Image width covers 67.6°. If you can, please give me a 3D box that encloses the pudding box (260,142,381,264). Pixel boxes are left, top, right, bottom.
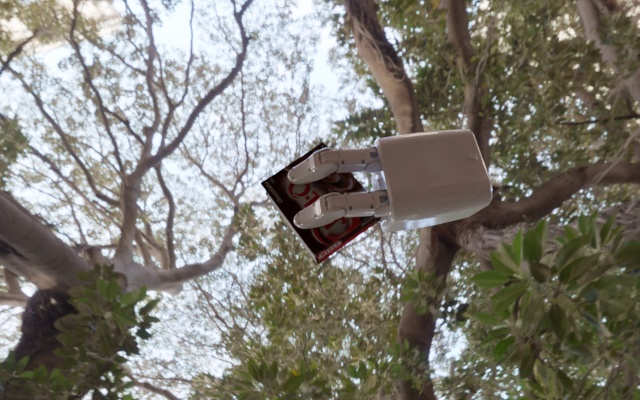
[{"bbox_3d":[0.000,0.002,0.542,0.090,0.113,0.039,-34,-26,-12],"label":"pudding box"}]
